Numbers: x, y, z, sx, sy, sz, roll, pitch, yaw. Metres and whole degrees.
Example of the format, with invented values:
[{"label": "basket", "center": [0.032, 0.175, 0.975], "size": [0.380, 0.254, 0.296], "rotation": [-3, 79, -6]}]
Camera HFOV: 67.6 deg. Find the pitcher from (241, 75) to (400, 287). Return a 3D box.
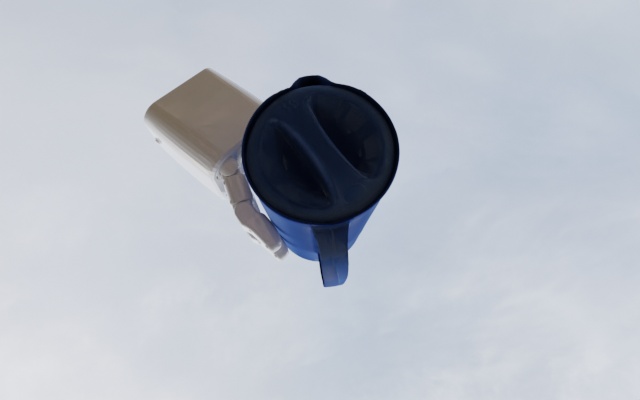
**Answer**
[{"label": "pitcher", "center": [0.000, 0.001, 0.505], "size": [0.145, 0.149, 0.243], "rotation": [35, -15, 11]}]
